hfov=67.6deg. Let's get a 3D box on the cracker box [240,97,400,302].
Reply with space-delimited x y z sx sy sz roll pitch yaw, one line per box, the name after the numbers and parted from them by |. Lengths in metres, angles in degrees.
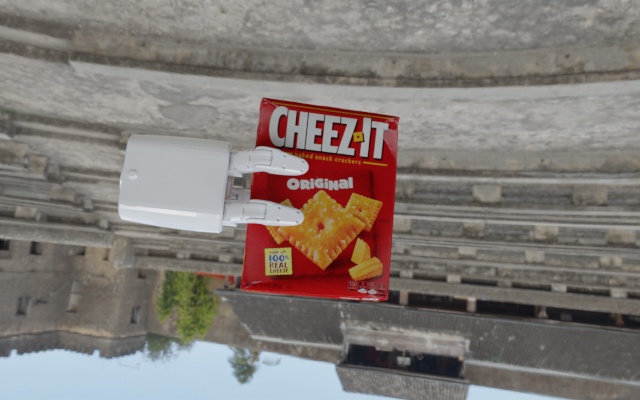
0.000 0.002 0.549 0.164 0.213 0.072 6 -8 -9 | cracker box
